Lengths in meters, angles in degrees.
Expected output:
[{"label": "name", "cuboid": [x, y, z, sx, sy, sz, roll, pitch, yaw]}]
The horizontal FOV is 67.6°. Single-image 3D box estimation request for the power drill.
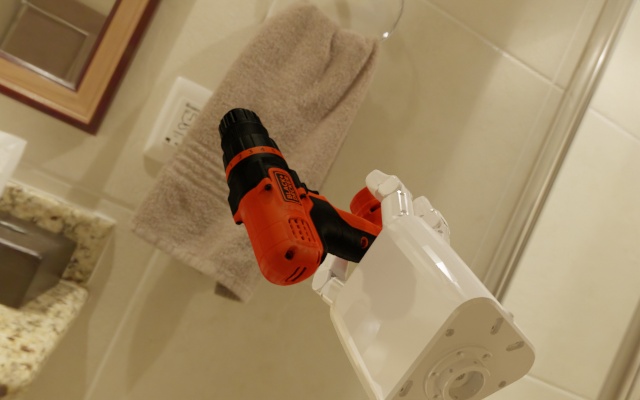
[{"label": "power drill", "cuboid": [0.001, 0.002, 0.437, 0.188, 0.184, 0.057, 14, -50, -40]}]
